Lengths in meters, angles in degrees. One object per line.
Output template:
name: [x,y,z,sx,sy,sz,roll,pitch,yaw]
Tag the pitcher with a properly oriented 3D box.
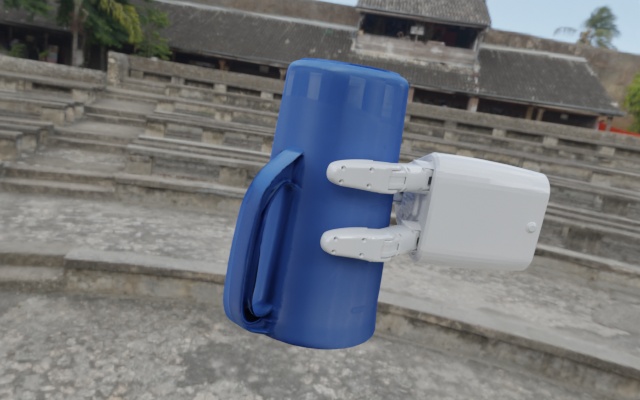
pitcher: [0.000,0.001,0.433,0.145,0.243,0.149,8,12,-7]
